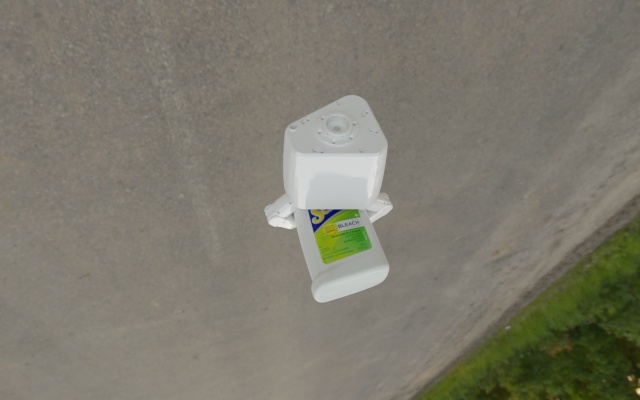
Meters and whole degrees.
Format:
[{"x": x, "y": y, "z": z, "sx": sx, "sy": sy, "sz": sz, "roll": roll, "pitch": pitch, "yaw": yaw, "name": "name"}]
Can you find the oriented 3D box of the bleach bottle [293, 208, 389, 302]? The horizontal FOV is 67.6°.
[{"x": 0.000, "y": 0.002, "z": 0.642, "sx": 0.102, "sy": 0.250, "sz": 0.068, "roll": -16, "pitch": -30, "yaw": -11, "name": "bleach bottle"}]
